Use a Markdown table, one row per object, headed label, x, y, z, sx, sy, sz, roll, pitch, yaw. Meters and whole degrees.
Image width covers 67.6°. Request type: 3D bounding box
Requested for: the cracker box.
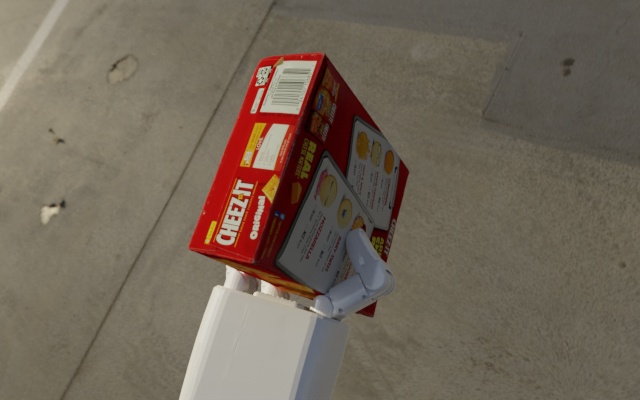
| label | x | y | z | sx | sy | sz | roll | pitch | yaw |
| --- | --- | --- | --- | --- | --- | --- | --- | --- | --- |
| cracker box | 0.000 | 0.001 | 0.426 | 0.072 | 0.164 | 0.214 | 8 | -17 | 31 |
